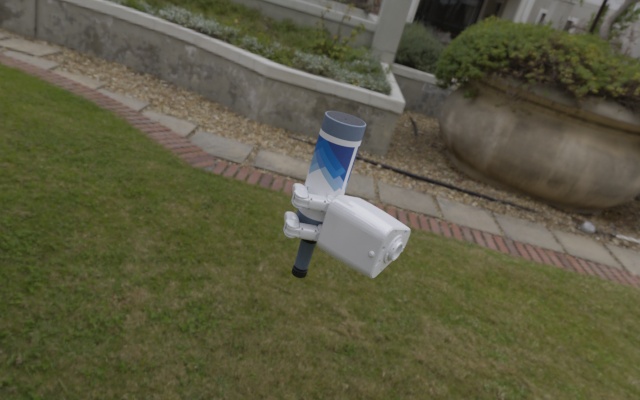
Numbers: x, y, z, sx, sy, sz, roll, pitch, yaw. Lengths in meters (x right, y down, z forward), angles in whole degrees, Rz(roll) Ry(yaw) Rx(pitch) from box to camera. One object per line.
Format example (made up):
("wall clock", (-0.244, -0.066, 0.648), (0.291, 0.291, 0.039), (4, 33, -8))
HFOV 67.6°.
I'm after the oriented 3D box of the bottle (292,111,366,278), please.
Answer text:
("bottle", (0.000, 0.002, 0.794), (0.069, 0.296, 0.069), (14, 24, -6))
